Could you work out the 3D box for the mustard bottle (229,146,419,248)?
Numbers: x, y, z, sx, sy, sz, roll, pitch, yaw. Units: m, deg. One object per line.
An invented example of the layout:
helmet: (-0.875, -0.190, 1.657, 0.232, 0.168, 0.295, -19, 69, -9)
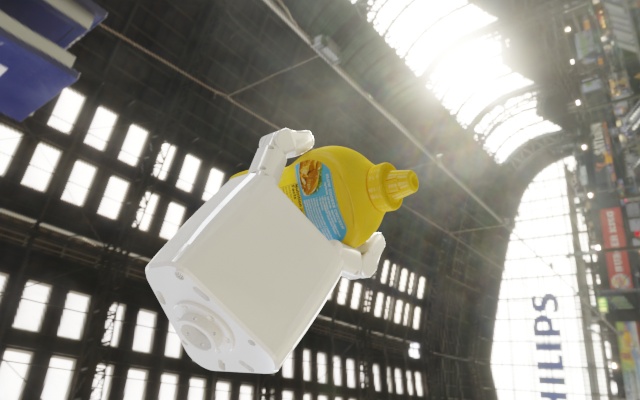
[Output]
mustard bottle: (0.000, 0.001, 0.442, 0.191, 0.096, 0.058, -13, 4, 36)
